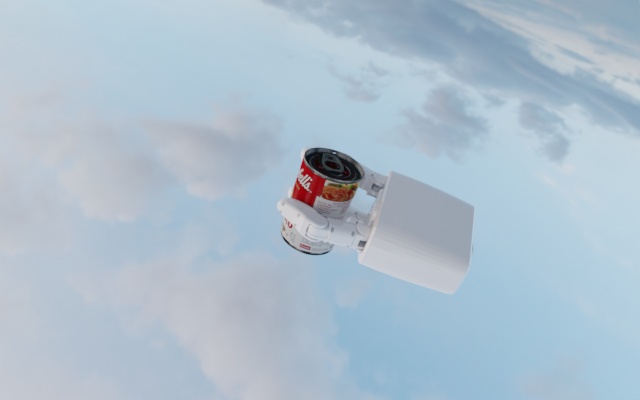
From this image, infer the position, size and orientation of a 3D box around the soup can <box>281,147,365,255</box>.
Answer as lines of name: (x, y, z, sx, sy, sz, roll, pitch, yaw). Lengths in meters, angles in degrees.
soup can: (0.000, 0.002, 0.531, 0.068, 0.102, 0.068, 15, 31, -9)
